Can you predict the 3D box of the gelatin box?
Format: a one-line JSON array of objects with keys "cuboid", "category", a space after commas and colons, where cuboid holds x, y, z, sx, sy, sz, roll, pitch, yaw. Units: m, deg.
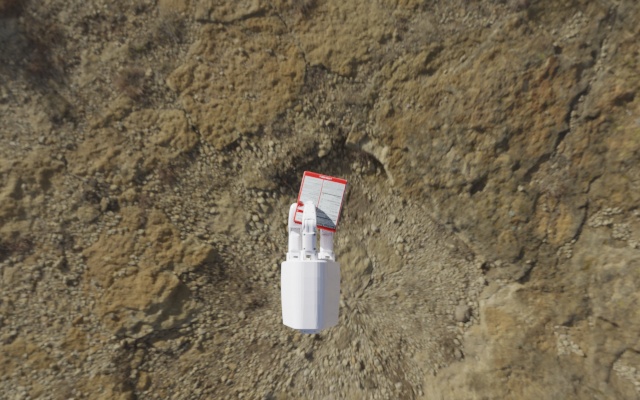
[{"cuboid": [0.000, 0.002, 0.797, 0.073, 0.089, 0.030, 13, -6, 5], "category": "gelatin box"}]
